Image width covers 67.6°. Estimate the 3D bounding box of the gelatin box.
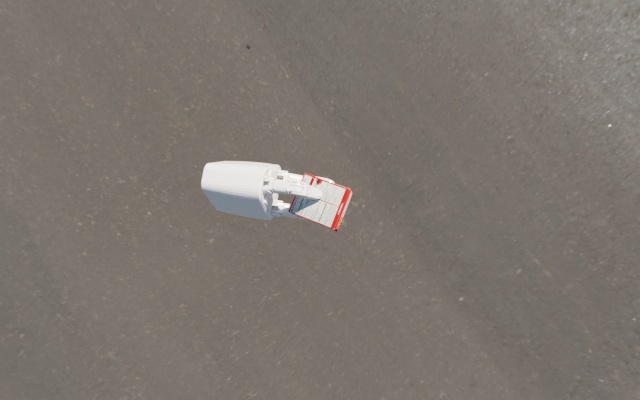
[{"bbox_3d":[0.000,0.003,0.807,0.089,0.073,0.030,21,-5,16],"label":"gelatin box"}]
